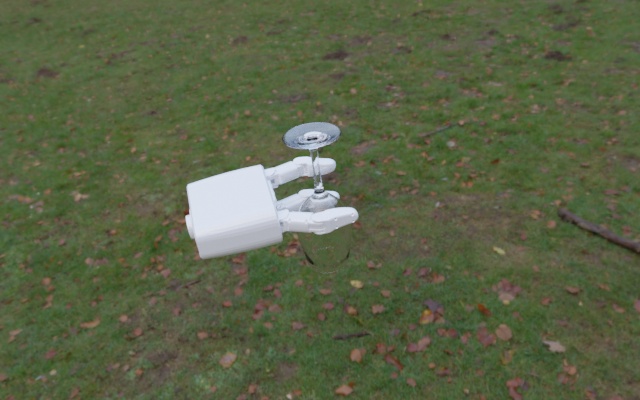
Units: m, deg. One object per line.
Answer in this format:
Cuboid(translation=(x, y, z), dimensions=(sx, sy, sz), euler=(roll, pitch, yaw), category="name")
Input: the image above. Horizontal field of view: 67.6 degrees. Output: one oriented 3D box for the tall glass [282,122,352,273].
Cuboid(translation=(0.000, 0.002, 0.645), dimensions=(0.079, 0.201, 0.079), euler=(-6, 31, 4), category="tall glass")
